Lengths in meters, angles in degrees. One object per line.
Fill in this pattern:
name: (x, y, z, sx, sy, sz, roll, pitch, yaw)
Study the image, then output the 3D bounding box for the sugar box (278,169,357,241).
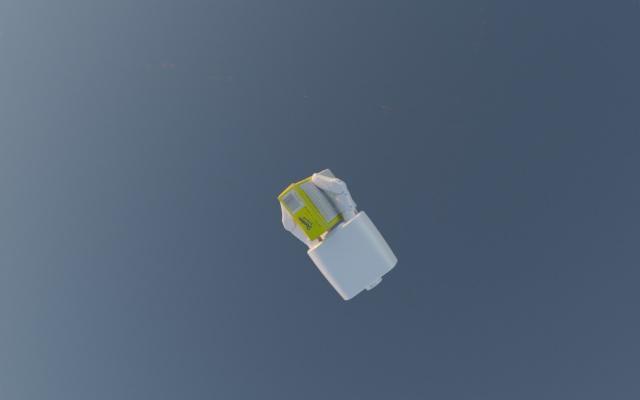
sugar box: (0.000, 0.003, 0.838, 0.048, 0.093, 0.176, -38, -3, 20)
